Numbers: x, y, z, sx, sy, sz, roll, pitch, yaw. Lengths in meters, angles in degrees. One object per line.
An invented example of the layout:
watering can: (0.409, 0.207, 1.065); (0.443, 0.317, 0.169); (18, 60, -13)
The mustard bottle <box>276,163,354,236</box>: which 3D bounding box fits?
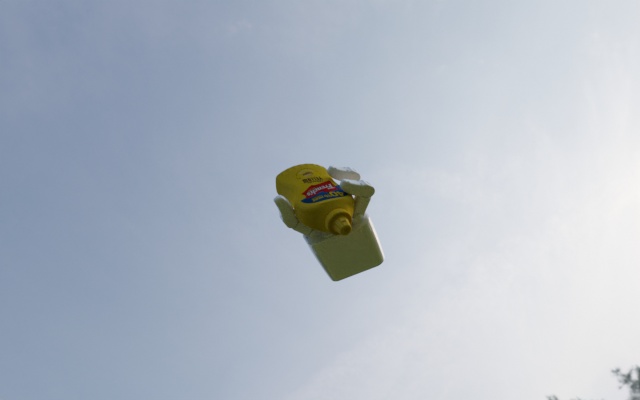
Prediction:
mustard bottle: (0.000, 0.002, 0.772); (0.096, 0.058, 0.191); (-11, 31, -20)
